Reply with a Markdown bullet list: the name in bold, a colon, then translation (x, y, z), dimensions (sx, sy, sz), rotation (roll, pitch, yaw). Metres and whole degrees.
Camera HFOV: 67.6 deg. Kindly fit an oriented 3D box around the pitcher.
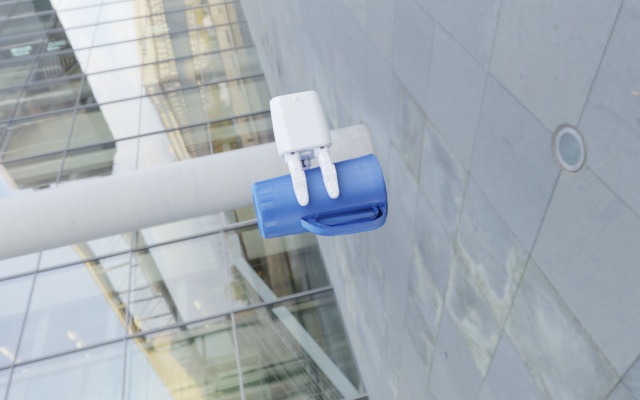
- **pitcher**: translation (0.000, 0.003, 0.894), dimensions (0.243, 0.145, 0.149), rotation (-12, -6, -7)
